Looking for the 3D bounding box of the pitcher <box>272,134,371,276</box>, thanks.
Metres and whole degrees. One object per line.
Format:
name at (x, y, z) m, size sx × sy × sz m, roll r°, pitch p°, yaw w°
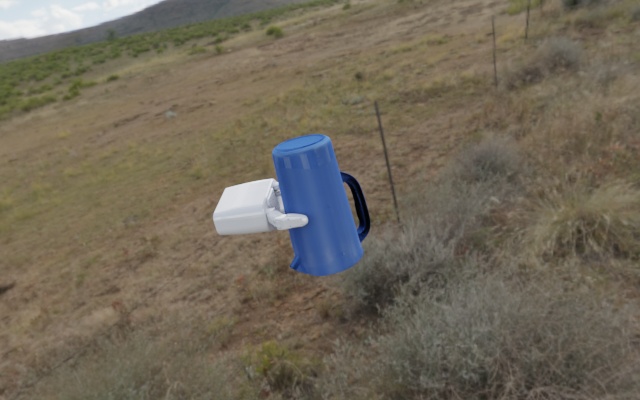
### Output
pitcher at (0.000, 0.003, 0.889) m, size 0.145 × 0.243 × 0.149 m, roll -8°, pitch 20°, yaw 17°
